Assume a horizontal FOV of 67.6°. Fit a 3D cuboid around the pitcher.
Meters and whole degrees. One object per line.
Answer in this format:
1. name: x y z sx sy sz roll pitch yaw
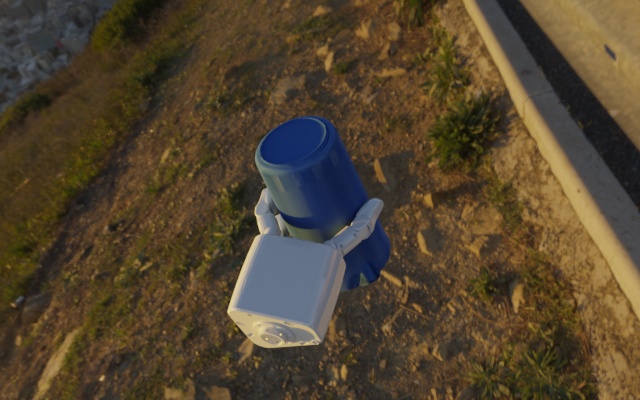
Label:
1. pitcher: 0.000 0.002 0.668 0.149 0.145 0.243 -1 -42 25
